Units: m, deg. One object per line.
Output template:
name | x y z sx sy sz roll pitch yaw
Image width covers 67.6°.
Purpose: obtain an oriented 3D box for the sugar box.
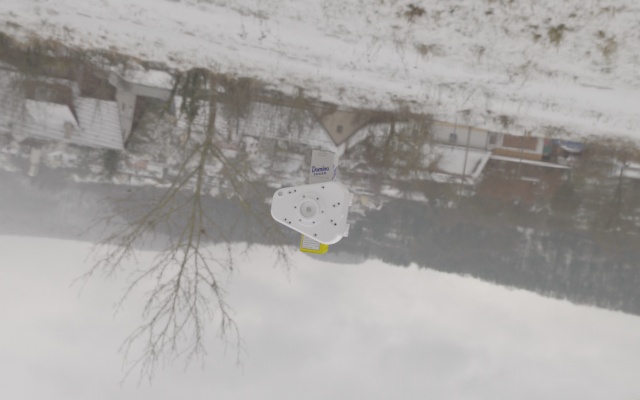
sugar box | 0.001 0.003 0.845 0.048 0.176 0.093 9 0 6
